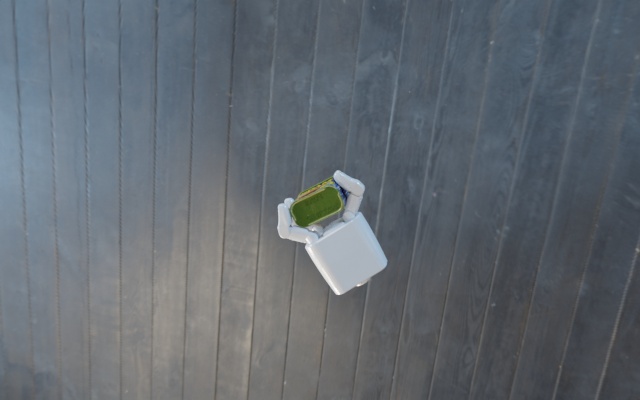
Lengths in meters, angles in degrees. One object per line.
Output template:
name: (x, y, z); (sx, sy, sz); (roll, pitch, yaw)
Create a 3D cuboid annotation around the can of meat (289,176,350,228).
can of meat: (0.000, 0.003, 0.858); (0.102, 0.057, 0.084); (-26, 7, 15)
